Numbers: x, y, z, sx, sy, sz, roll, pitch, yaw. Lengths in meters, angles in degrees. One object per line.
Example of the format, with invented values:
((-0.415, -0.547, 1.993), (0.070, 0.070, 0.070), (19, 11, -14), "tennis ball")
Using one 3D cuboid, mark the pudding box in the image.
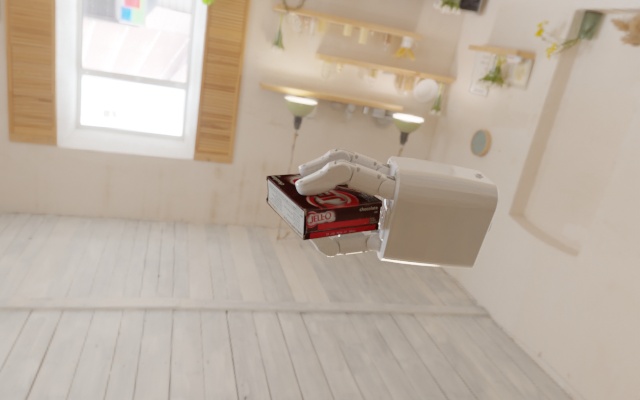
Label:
((0.000, 0.002, 0.526), (0.090, 0.039, 0.113), (-5, 20, -26), "pudding box")
